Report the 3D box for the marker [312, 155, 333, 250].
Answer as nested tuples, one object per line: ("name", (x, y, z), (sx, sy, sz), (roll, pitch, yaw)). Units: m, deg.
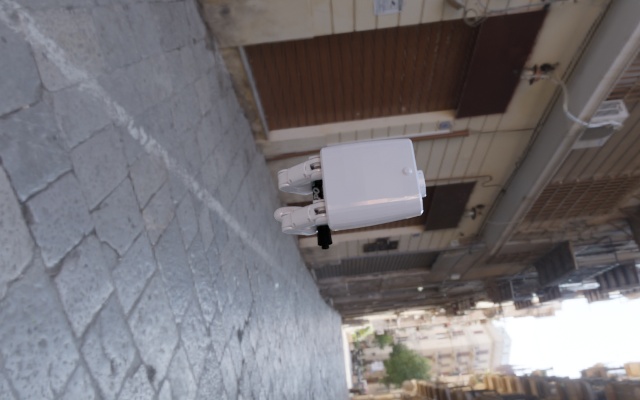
("marker", (0.000, 0.002, 0.603), (0.020, 0.121, 0.020), (-6, -18, -2))
